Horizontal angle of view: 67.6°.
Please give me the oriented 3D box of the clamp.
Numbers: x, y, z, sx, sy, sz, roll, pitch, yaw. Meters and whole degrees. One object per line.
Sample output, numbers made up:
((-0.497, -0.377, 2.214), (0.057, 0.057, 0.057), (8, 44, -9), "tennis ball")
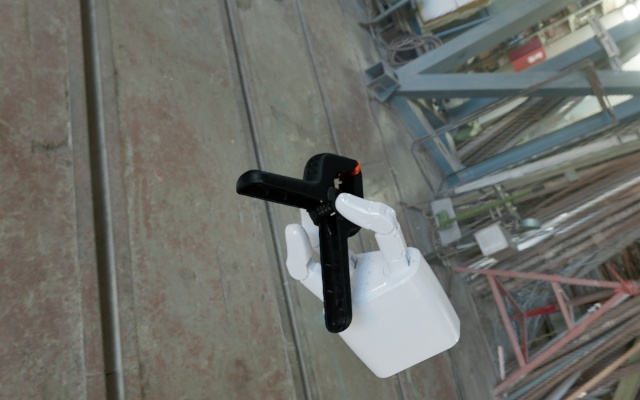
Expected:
((0.001, 0.001, 0.475), (0.036, 0.165, 0.209), (-22, 24, 28), "clamp")
